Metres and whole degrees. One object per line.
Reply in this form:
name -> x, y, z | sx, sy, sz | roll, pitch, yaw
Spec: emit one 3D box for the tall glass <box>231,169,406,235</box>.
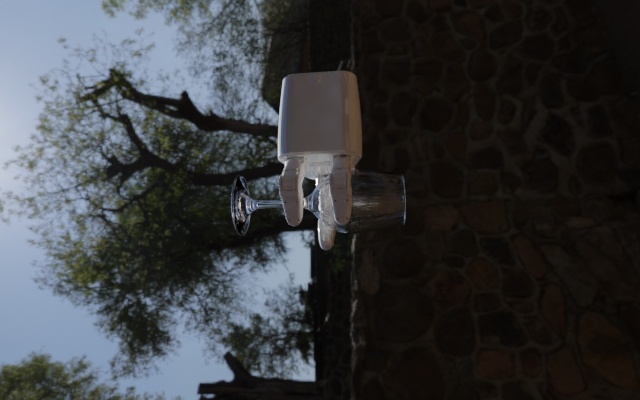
tall glass -> -0.001, 0.002, 0.576 | 0.201, 0.079, 0.079 | -2, 0, 7
